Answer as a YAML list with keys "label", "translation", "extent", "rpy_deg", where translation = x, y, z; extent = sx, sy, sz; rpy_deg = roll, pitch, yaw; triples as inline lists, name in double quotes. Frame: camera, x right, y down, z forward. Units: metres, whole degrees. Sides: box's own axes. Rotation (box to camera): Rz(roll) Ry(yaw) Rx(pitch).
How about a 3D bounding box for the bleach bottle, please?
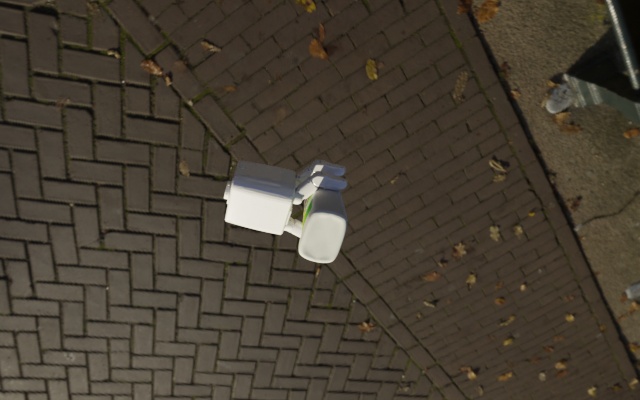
- label: "bleach bottle"
  translation: [0.000, 0.003, 0.876]
  extent: [0.068, 0.103, 0.250]
  rpy_deg: [15, 25, -10]
